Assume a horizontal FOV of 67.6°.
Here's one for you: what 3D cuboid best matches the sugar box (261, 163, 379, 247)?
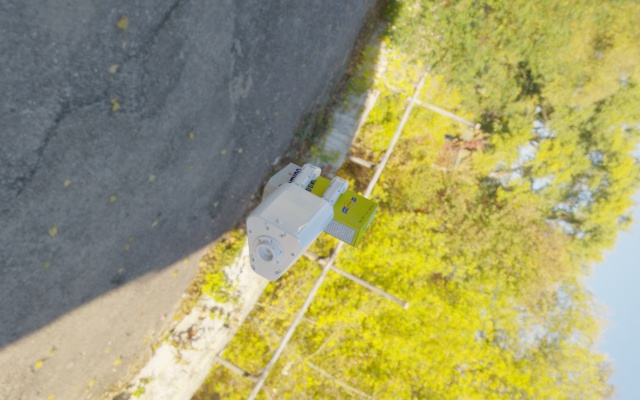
[{"bbox_3d":[0.000,0.002,0.802,0.176,0.048,0.093,27,35,12],"label":"sugar box"}]
